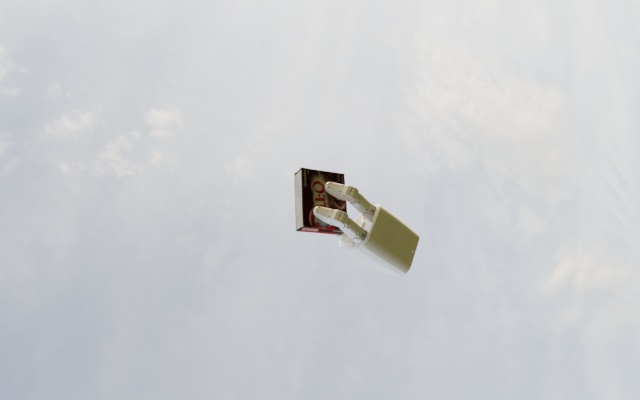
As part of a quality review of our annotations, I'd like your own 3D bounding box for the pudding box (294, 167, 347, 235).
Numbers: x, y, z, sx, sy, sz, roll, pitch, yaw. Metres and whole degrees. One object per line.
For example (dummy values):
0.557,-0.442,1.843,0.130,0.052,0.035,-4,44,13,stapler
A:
0.000,0.003,0.860,0.090,0.113,0.039,7,-22,-28,pudding box
